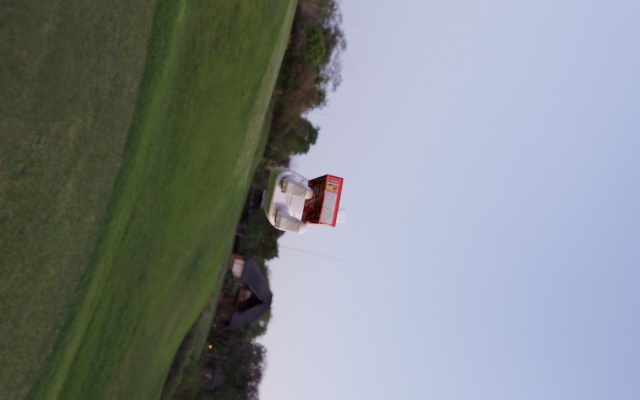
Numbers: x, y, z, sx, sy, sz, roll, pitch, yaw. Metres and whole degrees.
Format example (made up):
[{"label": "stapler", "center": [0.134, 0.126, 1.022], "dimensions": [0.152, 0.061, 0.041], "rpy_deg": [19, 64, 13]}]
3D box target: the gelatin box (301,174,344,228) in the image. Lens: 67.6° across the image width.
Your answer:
[{"label": "gelatin box", "center": [0.001, 0.002, 0.712], "dimensions": [0.030, 0.073, 0.089], "rpy_deg": [13, -7, -19]}]
